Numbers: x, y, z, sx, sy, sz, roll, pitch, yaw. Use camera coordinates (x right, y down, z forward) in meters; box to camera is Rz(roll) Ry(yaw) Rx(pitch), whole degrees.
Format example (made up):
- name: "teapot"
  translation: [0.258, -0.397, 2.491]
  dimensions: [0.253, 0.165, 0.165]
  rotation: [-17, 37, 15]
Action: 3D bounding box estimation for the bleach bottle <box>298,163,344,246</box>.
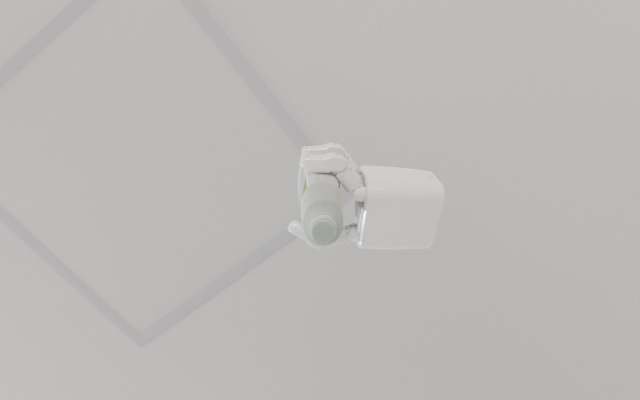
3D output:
- name: "bleach bottle"
  translation: [0.000, 0.002, 0.666]
  dimensions: [0.068, 0.103, 0.250]
  rotation: [1, 20, -2]
